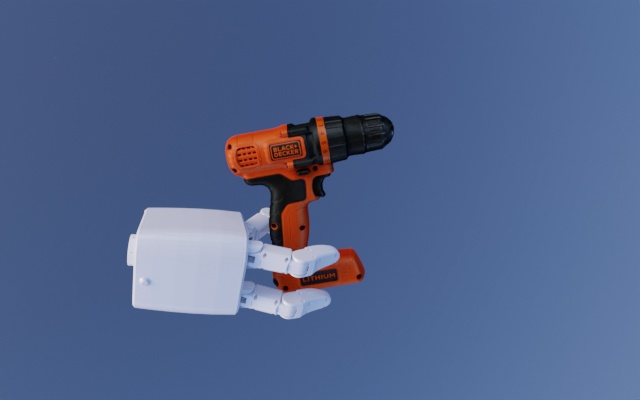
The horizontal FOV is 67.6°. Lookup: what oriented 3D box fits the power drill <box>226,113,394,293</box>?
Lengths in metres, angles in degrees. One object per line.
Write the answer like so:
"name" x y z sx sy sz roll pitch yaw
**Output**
"power drill" 0.000 0.002 0.537 0.184 0.188 0.057 -9 12 2
